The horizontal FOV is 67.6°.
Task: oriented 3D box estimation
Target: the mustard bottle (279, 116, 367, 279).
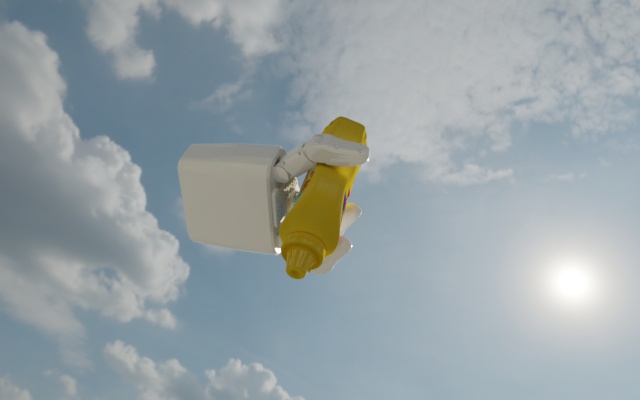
[{"bbox_3d":[0.000,0.002,0.490,0.058,0.191,0.096,23,-46,-2],"label":"mustard bottle"}]
